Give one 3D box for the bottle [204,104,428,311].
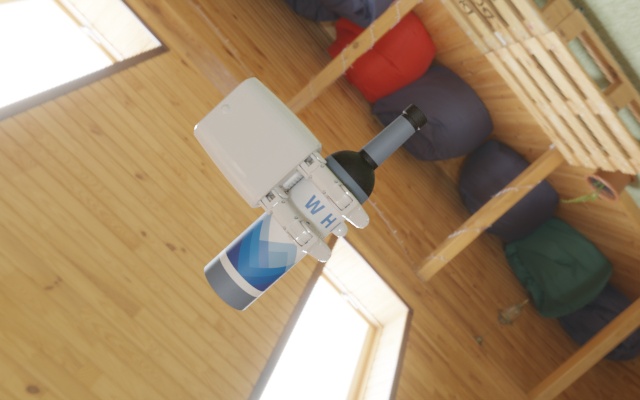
[{"bbox_3d":[0.000,0.002,0.535,0.296,0.069,0.069,-42,-3,4],"label":"bottle"}]
